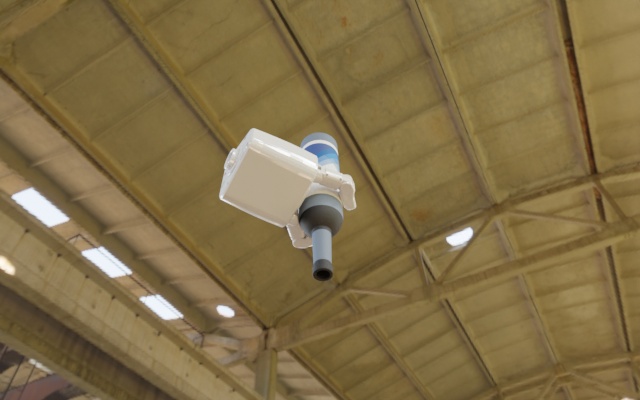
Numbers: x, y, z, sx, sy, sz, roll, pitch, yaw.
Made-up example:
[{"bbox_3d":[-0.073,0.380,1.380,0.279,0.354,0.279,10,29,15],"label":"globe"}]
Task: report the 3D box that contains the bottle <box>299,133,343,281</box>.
[{"bbox_3d":[0.000,0.002,0.741,0.069,0.069,0.295,0,41,-2],"label":"bottle"}]
